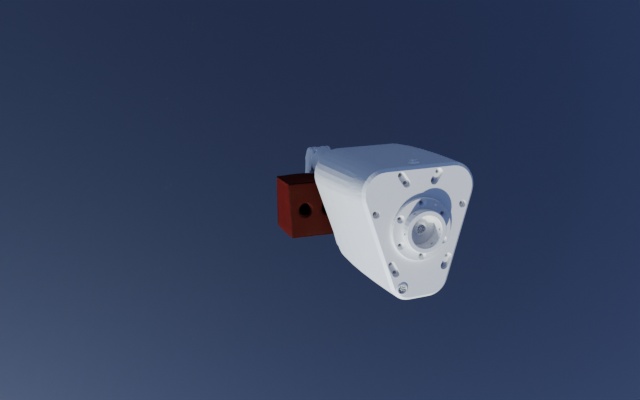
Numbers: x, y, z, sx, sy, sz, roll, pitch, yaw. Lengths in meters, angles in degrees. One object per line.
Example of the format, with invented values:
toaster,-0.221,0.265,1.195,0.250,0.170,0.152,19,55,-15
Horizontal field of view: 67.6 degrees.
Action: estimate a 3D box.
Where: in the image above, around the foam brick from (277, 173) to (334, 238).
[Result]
foam brick,0.000,0.002,0.468,0.078,0.053,0.051,-7,14,-16
